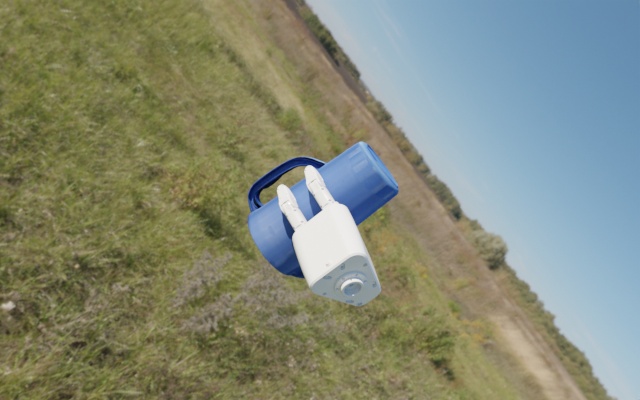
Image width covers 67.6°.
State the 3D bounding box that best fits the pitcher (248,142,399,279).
[{"bbox_3d":[0.000,0.003,0.811,0.243,0.145,0.149,-36,-53,12],"label":"pitcher"}]
